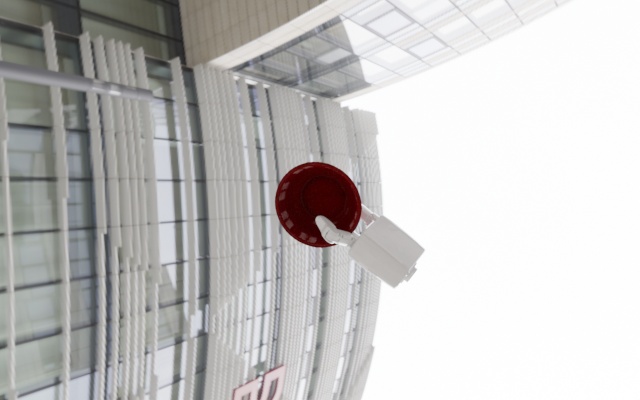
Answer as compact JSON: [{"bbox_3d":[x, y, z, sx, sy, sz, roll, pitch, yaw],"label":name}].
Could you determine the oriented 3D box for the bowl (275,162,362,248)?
[{"bbox_3d":[-0.001,0.002,0.882,0.162,0.162,0.055,0,16,14],"label":"bowl"}]
